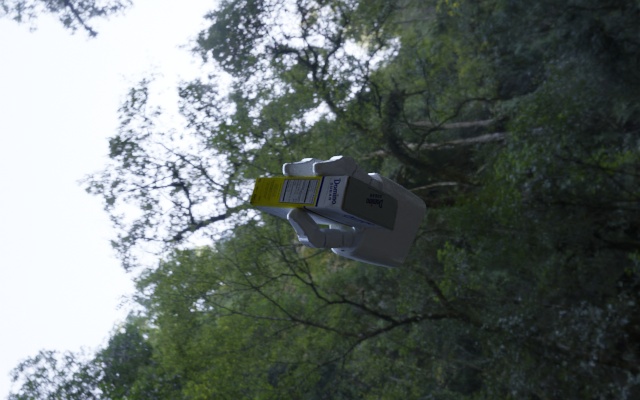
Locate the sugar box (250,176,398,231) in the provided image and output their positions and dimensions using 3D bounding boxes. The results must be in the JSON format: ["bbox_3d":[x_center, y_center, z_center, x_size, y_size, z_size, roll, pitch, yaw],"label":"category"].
[{"bbox_3d":[0.000,0.001,0.597,0.093,0.048,0.176,23,-16,-41],"label":"sugar box"}]
